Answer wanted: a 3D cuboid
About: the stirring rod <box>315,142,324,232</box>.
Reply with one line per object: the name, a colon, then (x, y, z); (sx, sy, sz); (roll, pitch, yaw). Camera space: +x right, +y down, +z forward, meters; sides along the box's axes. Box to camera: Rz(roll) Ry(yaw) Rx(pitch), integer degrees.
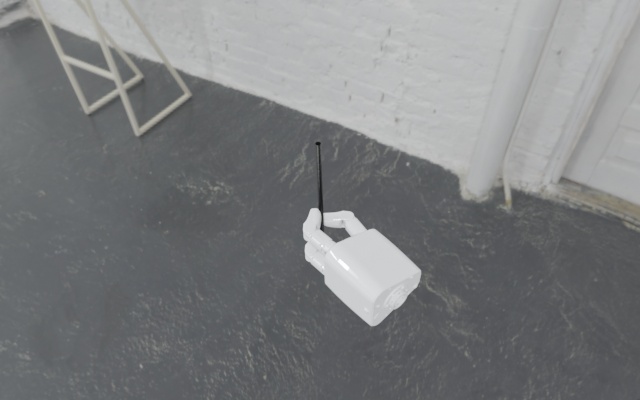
stirring rod: (0.000, 0.003, 0.767); (0.011, 0.011, 0.240); (0, -44, 2)
